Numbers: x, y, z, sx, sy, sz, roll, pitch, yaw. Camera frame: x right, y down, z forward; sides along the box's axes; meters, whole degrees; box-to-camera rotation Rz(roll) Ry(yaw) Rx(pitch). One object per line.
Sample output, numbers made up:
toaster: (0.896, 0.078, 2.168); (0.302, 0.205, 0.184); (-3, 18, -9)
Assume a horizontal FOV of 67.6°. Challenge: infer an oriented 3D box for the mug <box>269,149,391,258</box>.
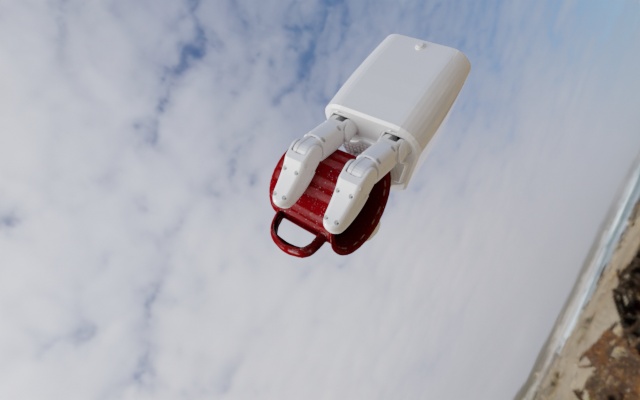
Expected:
mug: (-0.001, 0.002, 0.442); (0.081, 0.117, 0.093); (26, -22, 30)
